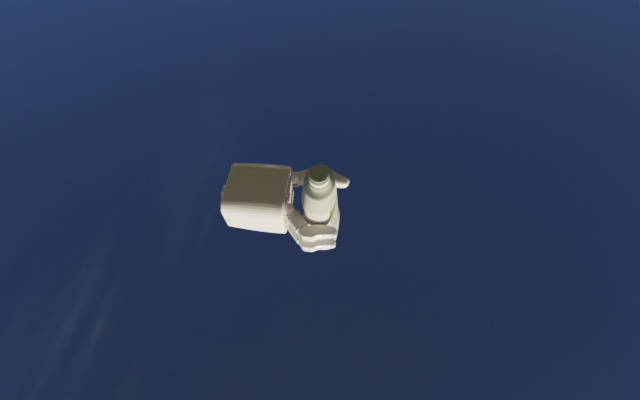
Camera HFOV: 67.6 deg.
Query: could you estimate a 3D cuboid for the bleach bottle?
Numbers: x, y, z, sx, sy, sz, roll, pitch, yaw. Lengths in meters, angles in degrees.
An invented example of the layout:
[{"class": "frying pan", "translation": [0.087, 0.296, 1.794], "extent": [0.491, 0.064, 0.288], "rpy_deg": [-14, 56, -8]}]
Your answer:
[{"class": "bleach bottle", "translation": [0.000, 0.003, 0.818], "extent": [0.068, 0.102, 0.251], "rpy_deg": [6, -23, 3]}]
